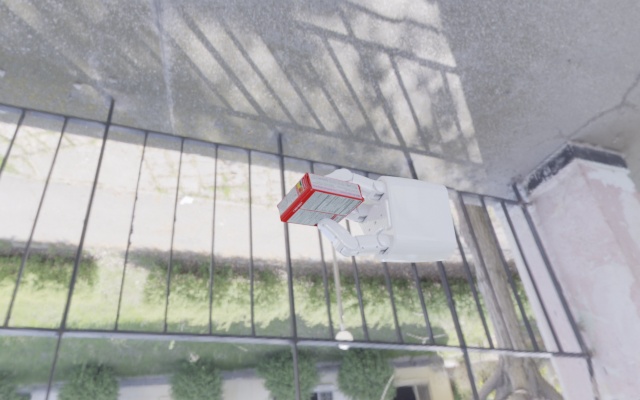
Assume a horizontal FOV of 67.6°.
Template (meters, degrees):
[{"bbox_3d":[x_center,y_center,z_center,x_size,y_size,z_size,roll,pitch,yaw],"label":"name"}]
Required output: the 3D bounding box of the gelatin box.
[{"bbox_3d":[0.000,0.002,0.617,0.089,0.030,0.073,10,-40,-36],"label":"gelatin box"}]
